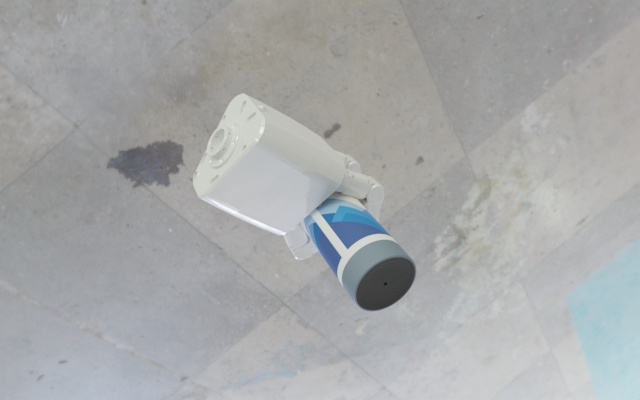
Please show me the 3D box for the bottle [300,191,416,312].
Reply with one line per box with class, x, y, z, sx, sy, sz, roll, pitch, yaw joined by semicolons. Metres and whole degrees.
bottle;0.000;0.002;0.547;0.069;0.069;0.295;0;31;-28
